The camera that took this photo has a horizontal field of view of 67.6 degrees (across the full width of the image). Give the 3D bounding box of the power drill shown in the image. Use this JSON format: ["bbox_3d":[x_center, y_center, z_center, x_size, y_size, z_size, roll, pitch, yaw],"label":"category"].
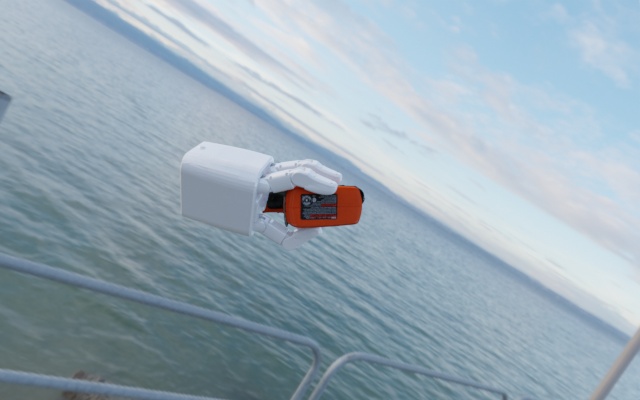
[{"bbox_3d":[0.000,0.002,0.727,0.184,0.057,0.187,-3,3,-13],"label":"power drill"}]
